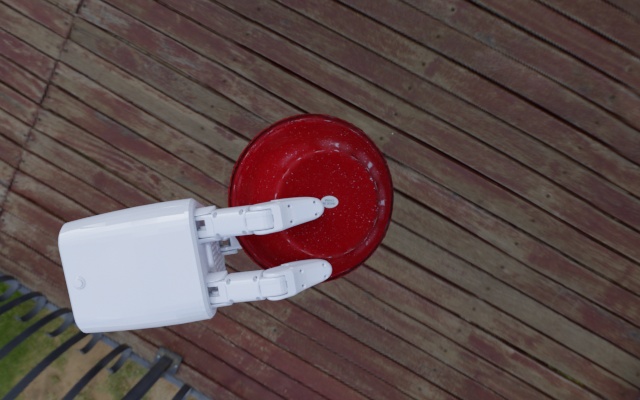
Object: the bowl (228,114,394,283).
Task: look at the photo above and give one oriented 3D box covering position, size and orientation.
[{"bbox_3d":[0.001,0.001,0.427,0.162,0.162,0.055,0,5,-14],"label":"bowl"}]
